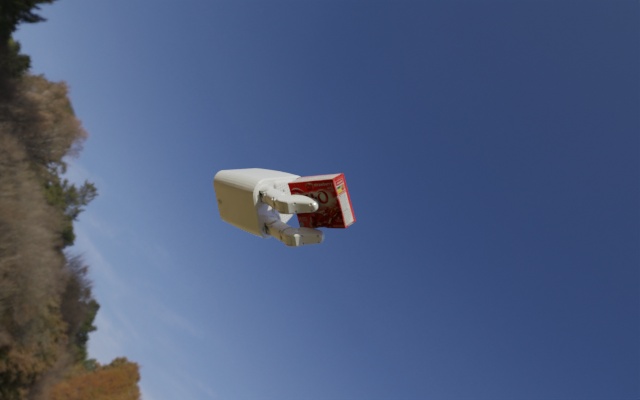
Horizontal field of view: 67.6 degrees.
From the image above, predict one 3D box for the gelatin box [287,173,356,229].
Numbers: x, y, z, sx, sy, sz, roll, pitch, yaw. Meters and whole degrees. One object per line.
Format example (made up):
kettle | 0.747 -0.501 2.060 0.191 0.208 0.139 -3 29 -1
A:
gelatin box | 0.001 0.002 0.684 0.089 0.073 0.030 -2 19 40
